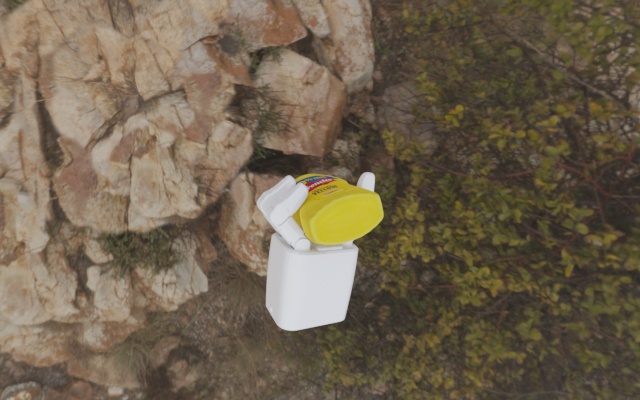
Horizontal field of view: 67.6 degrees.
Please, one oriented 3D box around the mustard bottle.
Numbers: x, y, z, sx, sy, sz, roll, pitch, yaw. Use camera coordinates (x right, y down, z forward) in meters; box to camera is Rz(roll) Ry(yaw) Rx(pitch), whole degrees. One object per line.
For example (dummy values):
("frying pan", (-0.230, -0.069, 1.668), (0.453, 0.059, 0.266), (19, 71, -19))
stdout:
("mustard bottle", (0.000, 0.002, 0.640), (0.096, 0.058, 0.191), (-21, 19, -15))
